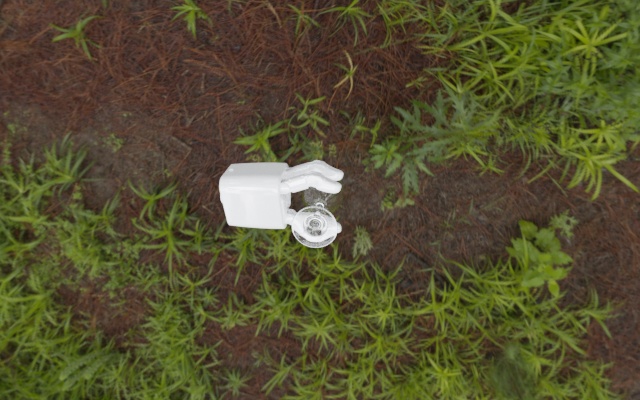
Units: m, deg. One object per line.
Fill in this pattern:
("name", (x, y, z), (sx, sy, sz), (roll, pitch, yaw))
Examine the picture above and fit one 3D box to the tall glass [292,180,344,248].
("tall glass", (0.000, 0.003, 0.851), (0.079, 0.079, 0.201), (0, 24, 7))
